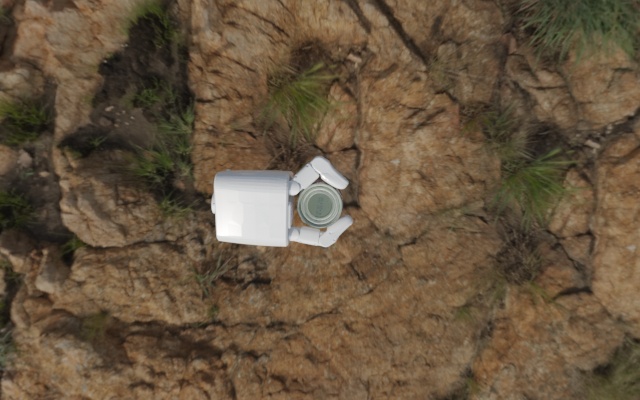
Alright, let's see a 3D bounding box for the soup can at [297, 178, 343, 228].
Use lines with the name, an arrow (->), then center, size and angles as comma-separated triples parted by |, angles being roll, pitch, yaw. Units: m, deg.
soup can -> 0.001, 0.003, 0.726 | 0.068, 0.068, 0.102 | 0, 5, 1
